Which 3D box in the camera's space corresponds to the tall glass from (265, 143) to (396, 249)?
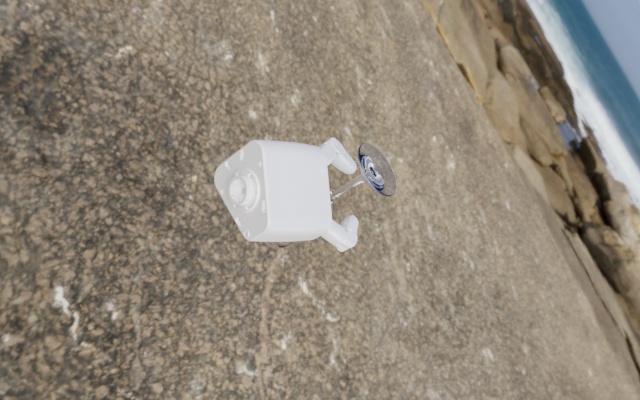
[{"bbox_3d":[0.001,0.002,0.648,0.201,0.079,0.079,-30,-19,35],"label":"tall glass"}]
